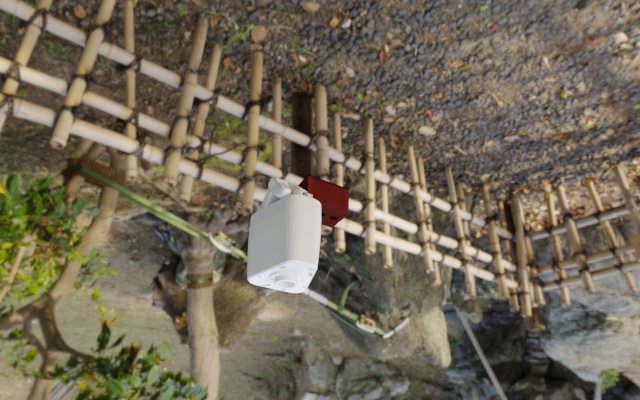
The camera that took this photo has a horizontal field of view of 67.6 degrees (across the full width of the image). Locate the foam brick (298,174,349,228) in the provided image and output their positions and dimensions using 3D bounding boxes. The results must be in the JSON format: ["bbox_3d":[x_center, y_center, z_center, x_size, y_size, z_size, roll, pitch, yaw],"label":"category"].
[{"bbox_3d":[0.000,0.002,0.764,0.078,0.051,0.053,17,-38,-24],"label":"foam brick"}]
